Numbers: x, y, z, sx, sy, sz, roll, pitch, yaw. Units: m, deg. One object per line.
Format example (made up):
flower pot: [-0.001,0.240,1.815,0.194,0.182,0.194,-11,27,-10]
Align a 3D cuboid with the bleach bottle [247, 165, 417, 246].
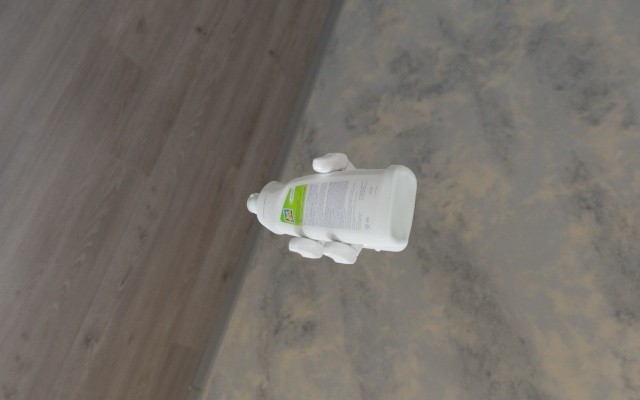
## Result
bleach bottle: [0.000,0.002,0.652,0.251,0.102,0.068,4,-10,37]
